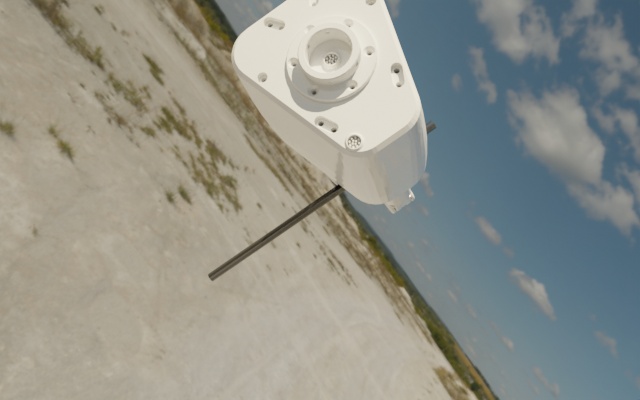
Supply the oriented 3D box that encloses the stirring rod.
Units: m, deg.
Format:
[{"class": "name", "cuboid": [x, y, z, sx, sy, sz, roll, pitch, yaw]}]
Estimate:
[{"class": "stirring rod", "cuboid": [0.000, 0.001, 0.424, 0.239, 0.011, 0.011, -35, -2, 3]}]
